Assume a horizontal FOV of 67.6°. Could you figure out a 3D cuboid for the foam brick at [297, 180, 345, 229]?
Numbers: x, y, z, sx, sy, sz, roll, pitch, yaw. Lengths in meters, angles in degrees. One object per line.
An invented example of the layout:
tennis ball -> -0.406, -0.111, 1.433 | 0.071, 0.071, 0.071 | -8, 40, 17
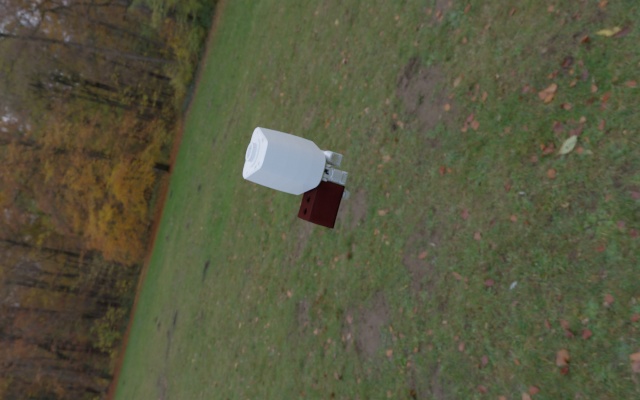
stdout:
foam brick -> 0.000, 0.003, 0.835 | 0.051, 0.078, 0.053 | 14, 1, -27
